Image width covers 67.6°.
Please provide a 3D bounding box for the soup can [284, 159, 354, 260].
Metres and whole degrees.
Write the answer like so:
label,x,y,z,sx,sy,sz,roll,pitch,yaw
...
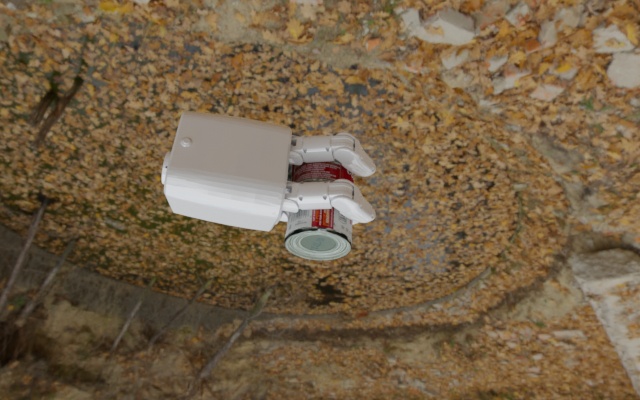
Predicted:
label,x,y,z,sx,sy,sz,roll,pitch,yaw
soup can,0.001,0.002,0.490,0.068,0.102,0.068,3,-31,2
